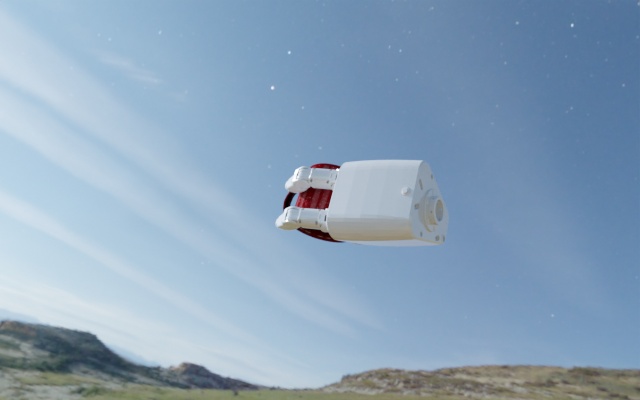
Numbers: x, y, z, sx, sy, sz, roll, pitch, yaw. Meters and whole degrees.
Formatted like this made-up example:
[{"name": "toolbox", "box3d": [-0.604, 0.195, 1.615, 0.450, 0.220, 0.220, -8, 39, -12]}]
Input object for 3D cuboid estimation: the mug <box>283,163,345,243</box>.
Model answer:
[{"name": "mug", "box3d": [-0.001, 0.002, 0.664, 0.117, 0.081, 0.093, 1, -27, 34]}]
